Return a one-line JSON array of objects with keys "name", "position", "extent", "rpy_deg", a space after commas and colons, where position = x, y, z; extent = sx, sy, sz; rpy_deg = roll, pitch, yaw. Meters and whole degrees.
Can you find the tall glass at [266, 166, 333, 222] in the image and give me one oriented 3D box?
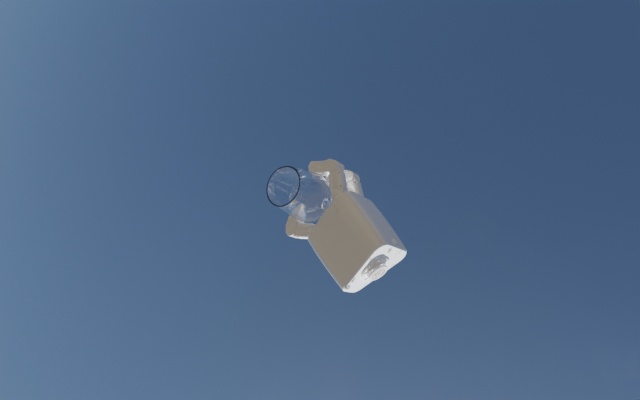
[{"name": "tall glass", "position": [0.000, 0.003, 0.768], "extent": [0.079, 0.079, 0.201], "rpy_deg": [0, -14, 35]}]
